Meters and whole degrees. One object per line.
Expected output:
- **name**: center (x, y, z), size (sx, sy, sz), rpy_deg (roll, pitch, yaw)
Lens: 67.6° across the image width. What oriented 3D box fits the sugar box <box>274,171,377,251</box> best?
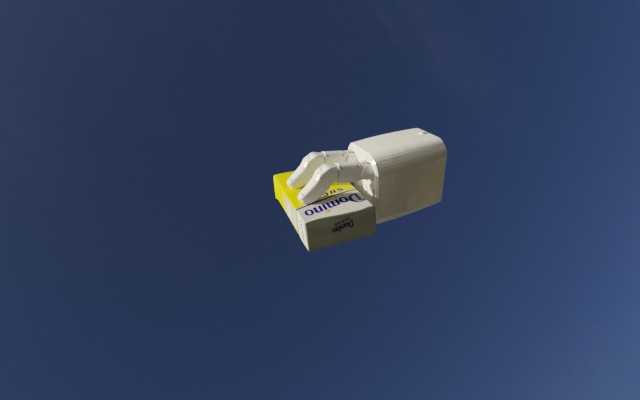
- **sugar box**: center (0.000, 0.002, 0.650), size (0.093, 0.048, 0.176), rpy_deg (-13, 23, -14)
